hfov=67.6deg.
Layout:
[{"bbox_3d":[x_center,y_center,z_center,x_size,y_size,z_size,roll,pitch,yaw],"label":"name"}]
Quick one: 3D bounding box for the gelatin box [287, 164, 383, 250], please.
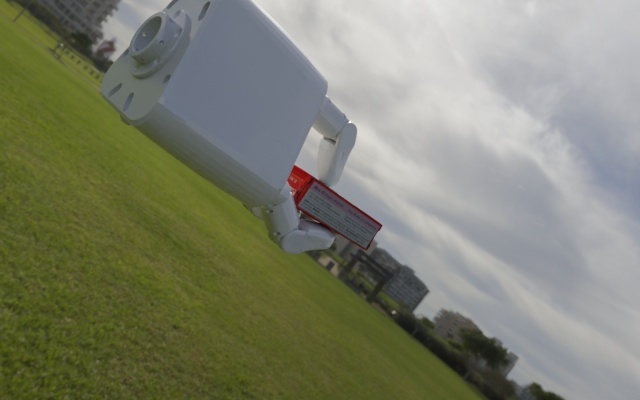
[{"bbox_3d":[0.001,0.001,0.414,0.089,0.030,0.073,32,2,-33],"label":"gelatin box"}]
